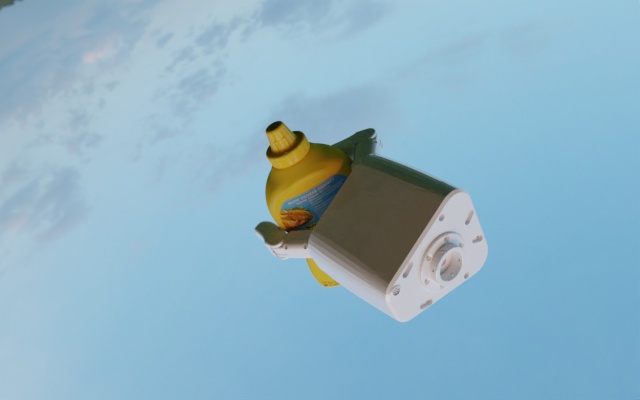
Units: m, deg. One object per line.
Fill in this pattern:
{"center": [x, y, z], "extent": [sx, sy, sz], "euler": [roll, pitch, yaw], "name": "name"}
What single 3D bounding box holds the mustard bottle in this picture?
{"center": [0.000, 0.002, 0.477], "extent": [0.096, 0.192, 0.058], "euler": [-28, 35, 6], "name": "mustard bottle"}
